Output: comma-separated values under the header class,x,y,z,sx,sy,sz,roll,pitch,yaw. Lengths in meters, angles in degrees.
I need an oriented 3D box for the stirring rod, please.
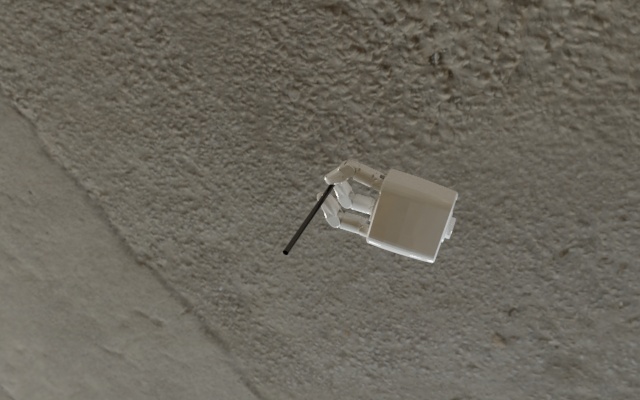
class,x,y,z,sx,sy,sz,roll,pitch,yaw
stirring rod,0.000,0.002,0.705,0.011,0.011,0.239,0,33,27
